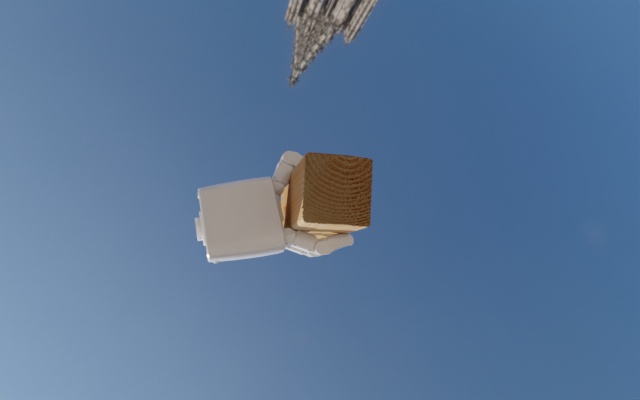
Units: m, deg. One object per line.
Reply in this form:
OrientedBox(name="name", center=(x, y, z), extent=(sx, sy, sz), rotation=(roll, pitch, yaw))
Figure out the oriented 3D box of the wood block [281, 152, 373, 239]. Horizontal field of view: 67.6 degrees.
OrientedBox(name="wood block", center=(0.000, 0.002, 0.691), extent=(0.090, 0.091, 0.206), rotation=(4, -10, -12))
